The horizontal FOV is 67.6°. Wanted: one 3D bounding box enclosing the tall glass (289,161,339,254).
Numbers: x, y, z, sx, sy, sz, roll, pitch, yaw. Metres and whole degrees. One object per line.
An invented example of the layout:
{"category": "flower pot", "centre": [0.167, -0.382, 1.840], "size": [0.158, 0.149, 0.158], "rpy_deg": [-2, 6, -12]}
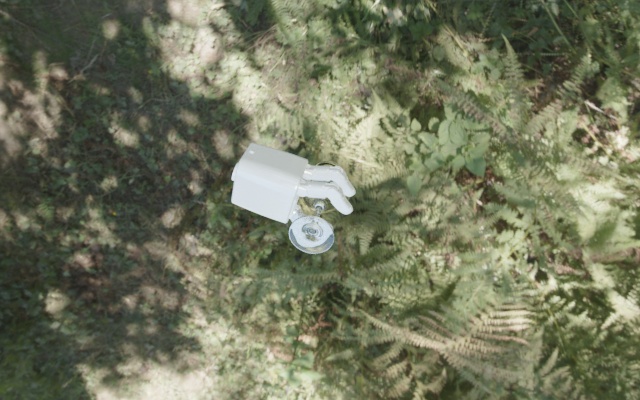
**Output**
{"category": "tall glass", "centre": [0.000, 0.003, 0.842], "size": [0.079, 0.079, 0.201], "rpy_deg": [0, 32, 10]}
